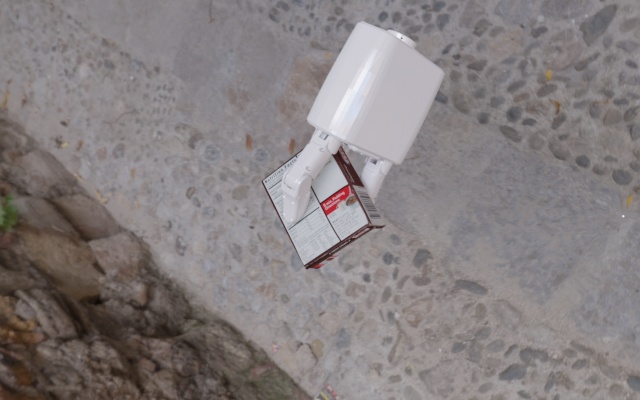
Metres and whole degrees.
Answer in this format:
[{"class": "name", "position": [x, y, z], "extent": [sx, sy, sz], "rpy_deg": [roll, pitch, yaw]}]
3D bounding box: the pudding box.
[{"class": "pudding box", "position": [0.000, 0.002, 0.498], "extent": [0.090, 0.113, 0.039], "rpy_deg": [-36, -22, 22]}]
